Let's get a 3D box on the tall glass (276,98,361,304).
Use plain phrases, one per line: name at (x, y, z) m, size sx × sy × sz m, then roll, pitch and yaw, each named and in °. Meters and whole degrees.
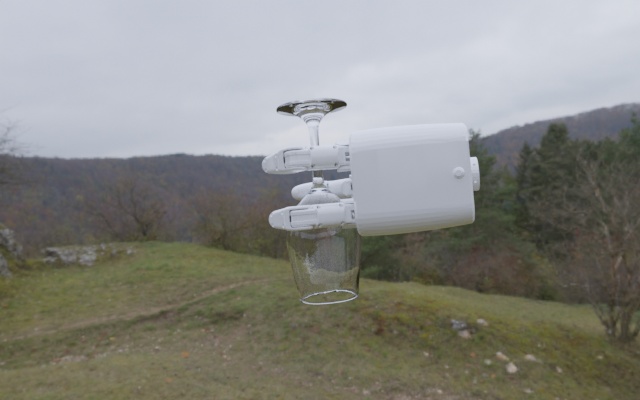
tall glass at (0.000, 0.001, 0.495) m, size 0.079 × 0.201 × 0.079 m, roll -5°, pitch -1°, yaw 0°
